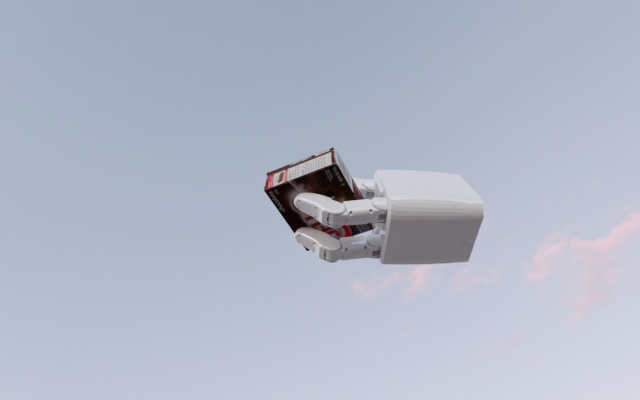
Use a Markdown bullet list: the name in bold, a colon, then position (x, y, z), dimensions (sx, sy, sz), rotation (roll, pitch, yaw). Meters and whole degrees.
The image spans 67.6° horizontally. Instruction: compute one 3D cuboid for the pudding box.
- **pudding box**: position (0.000, 0.002, 0.560), dimensions (0.090, 0.114, 0.039), rotation (-20, 36, 15)
